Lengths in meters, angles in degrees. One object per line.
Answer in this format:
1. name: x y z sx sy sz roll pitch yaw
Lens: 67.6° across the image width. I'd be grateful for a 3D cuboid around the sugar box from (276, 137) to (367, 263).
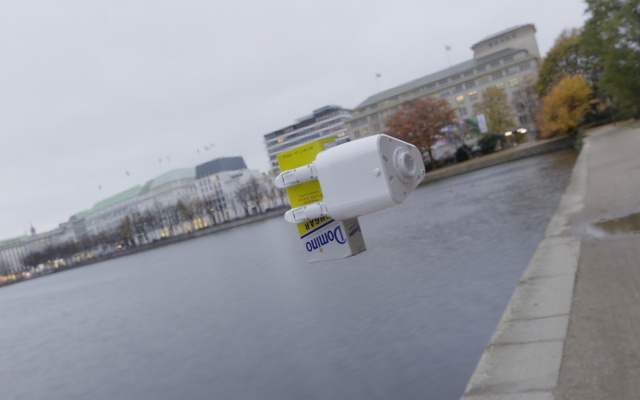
1. sugar box: 0.000 0.002 0.719 0.093 0.176 0.048 -15 0 41
